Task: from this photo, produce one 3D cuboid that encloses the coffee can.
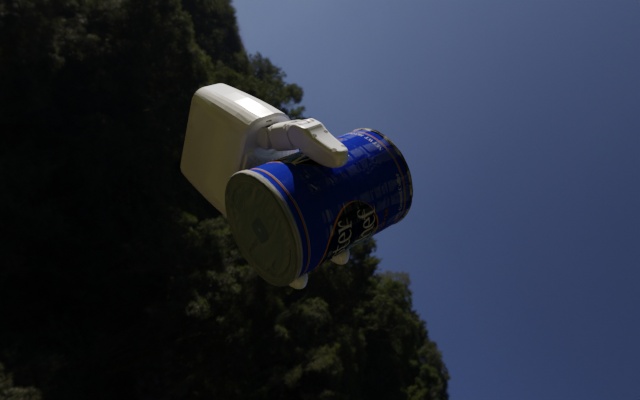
[{"bbox_3d":[0.000,0.002,0.436,0.140,0.103,0.103,-25,15,-35],"label":"coffee can"}]
